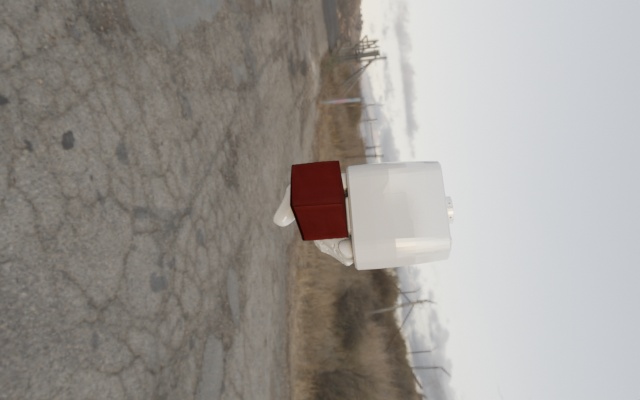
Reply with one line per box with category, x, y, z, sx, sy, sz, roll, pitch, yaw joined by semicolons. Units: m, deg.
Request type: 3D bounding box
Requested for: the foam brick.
foam brick;0.000;0.002;0.504;0.051;0.053;0.078;-5;-31;6
